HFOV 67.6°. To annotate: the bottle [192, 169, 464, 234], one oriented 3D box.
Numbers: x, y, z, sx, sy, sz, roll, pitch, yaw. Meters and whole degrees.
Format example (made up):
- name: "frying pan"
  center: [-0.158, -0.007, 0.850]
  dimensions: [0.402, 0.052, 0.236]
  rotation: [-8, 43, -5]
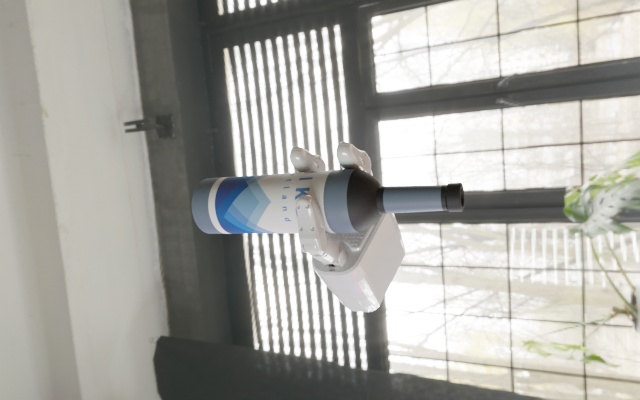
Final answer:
- name: "bottle"
  center: [0.000, 0.002, 0.510]
  dimensions: [0.296, 0.069, 0.069]
  rotation: [-2, -1, 25]
